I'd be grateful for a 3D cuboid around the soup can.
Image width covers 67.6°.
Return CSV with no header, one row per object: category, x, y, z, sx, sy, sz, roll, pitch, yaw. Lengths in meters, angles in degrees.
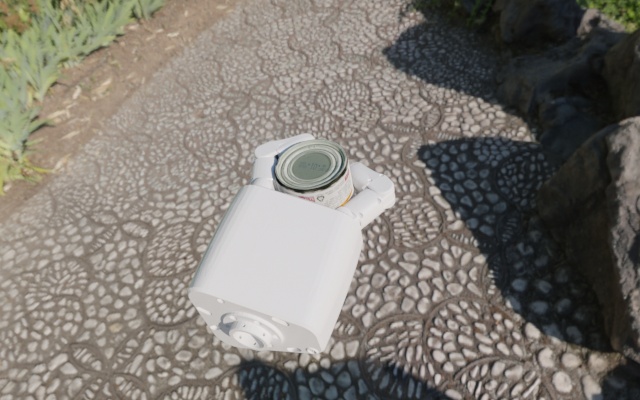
soup can,0.000,0.001,0.453,0.068,0.068,0.102,0,-43,14
